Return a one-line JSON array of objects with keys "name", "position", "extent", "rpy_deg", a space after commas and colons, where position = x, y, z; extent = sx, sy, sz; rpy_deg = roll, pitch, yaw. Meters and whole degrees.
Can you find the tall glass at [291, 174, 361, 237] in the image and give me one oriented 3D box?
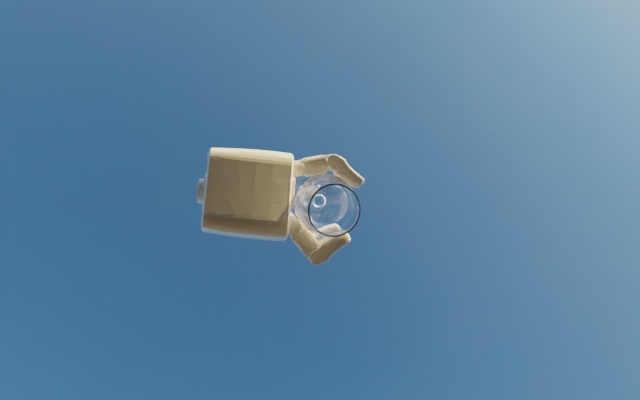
[{"name": "tall glass", "position": [0.000, 0.002, 0.639], "extent": [0.079, 0.079, 0.201], "rpy_deg": [0, 5, -10]}]
